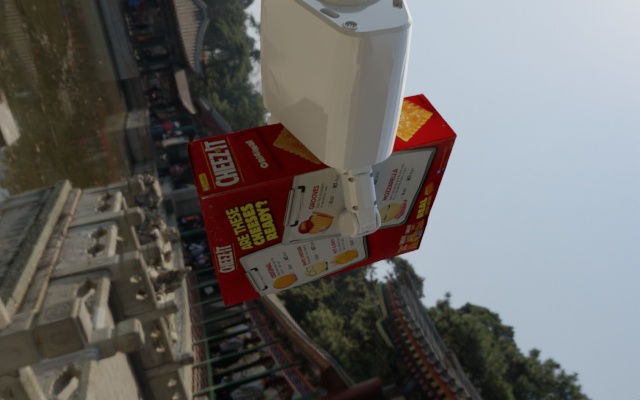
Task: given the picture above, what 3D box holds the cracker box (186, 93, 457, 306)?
[{"bbox_3d":[0.000,0.002,0.442,0.213,0.072,0.164,-14,-39,-15],"label":"cracker box"}]
